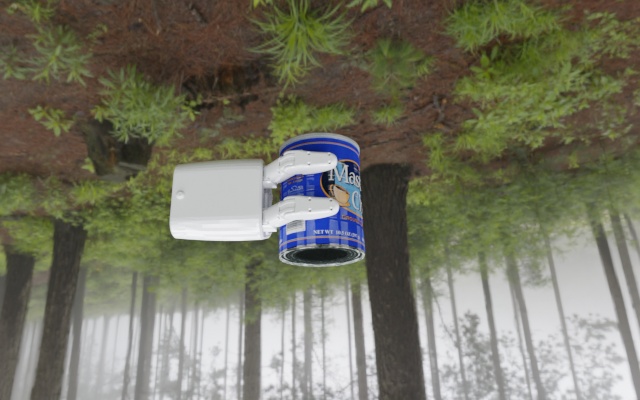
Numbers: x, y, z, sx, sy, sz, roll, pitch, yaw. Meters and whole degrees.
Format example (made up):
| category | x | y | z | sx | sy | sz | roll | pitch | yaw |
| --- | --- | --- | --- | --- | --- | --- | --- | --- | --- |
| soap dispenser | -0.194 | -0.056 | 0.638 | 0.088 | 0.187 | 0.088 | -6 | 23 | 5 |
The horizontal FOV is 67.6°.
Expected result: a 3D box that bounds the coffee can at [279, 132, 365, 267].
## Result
| category | x | y | z | sx | sy | sz | roll | pitch | yaw |
| --- | --- | --- | --- | --- | --- | --- | --- | --- | --- |
| coffee can | 0.000 | 0.002 | 0.588 | 0.103 | 0.140 | 0.103 | -1 | -20 | 0 |
